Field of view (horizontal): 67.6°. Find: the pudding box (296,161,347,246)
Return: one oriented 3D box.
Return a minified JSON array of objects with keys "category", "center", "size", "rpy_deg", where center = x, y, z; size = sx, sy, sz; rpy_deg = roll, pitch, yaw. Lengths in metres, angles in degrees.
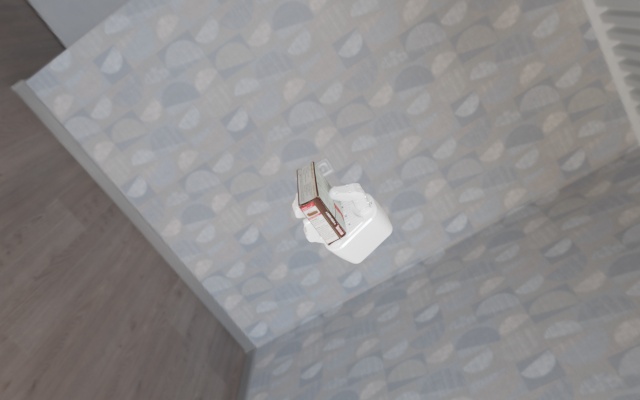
[{"category":"pudding box","center":[0.000,0.002,0.760],"size":[0.039,0.090,0.113],"rpy_deg":[-30,30,12]}]
